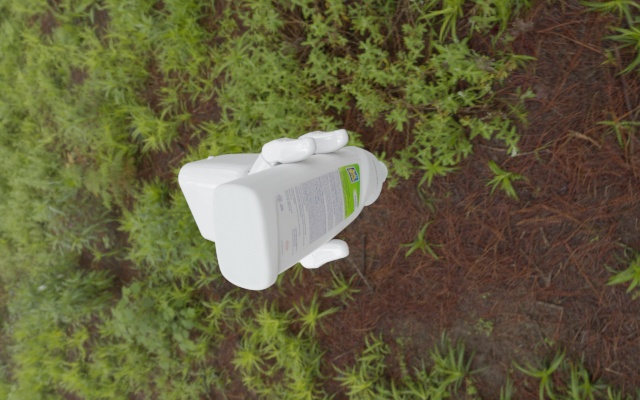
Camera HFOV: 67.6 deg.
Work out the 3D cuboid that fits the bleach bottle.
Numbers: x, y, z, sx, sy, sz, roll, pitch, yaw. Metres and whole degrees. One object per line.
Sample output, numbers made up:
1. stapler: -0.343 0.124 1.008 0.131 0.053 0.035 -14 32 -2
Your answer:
1. bleach bottle: 0.000 0.002 0.517 0.068 0.102 0.251 7 18 36
